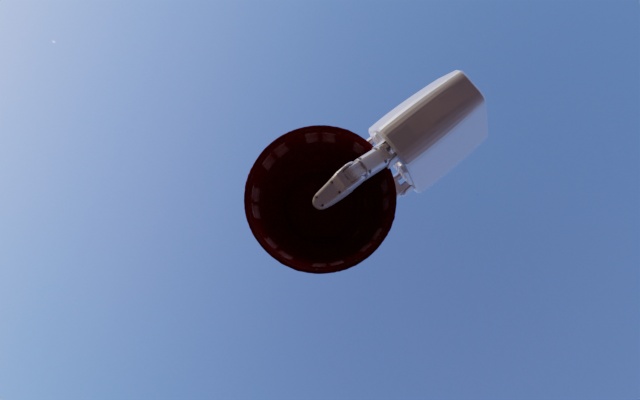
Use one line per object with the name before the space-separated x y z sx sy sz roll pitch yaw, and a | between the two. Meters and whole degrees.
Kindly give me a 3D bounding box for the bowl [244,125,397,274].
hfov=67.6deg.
bowl | -0.001 0.002 0.528 0.162 0.162 0.055 0 -13 1
